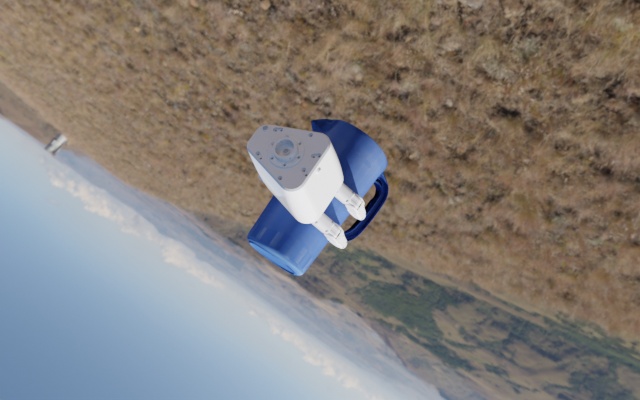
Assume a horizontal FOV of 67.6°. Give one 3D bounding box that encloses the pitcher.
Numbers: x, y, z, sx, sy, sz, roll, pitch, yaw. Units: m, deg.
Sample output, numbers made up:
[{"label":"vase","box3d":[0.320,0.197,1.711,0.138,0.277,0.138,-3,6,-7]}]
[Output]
[{"label":"pitcher","box3d":[0.000,0.002,0.780,0.149,0.242,0.145,30,-15,21]}]
